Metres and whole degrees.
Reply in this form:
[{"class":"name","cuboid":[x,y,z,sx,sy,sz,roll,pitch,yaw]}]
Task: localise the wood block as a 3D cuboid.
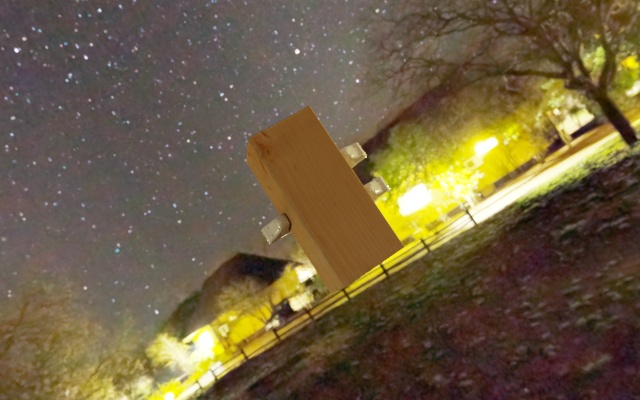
[{"class":"wood block","cuboid":[0.000,0.002,0.598,0.091,0.206,0.090,-32,-7,-17]}]
